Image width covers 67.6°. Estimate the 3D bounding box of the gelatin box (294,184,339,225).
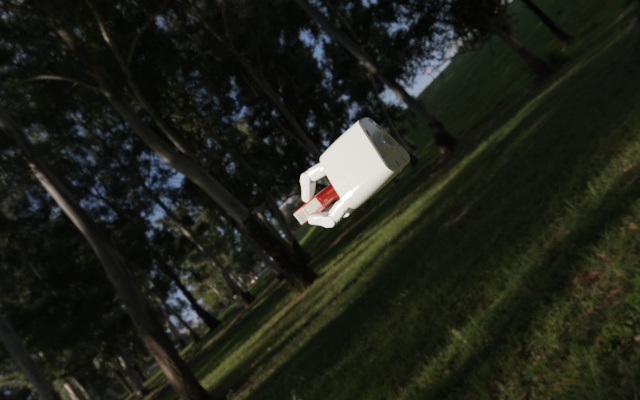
[{"bbox_3d":[0.000,0.003,0.894,0.073,0.030,0.089,-38,0,-41],"label":"gelatin box"}]
